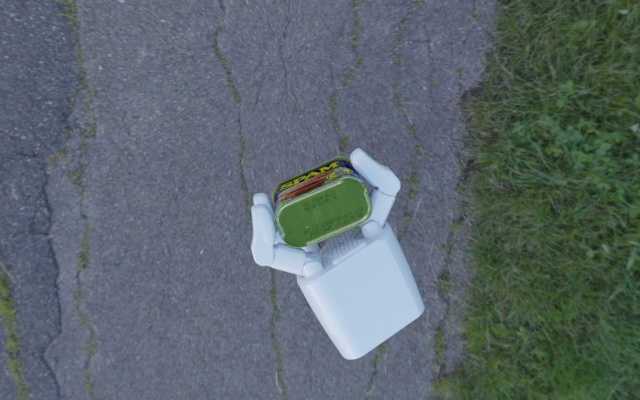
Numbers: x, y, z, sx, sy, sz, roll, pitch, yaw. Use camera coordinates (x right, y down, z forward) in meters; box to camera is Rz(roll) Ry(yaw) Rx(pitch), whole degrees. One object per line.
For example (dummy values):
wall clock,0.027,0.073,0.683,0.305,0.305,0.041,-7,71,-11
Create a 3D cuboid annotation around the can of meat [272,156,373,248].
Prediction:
can of meat,0.000,0.002,0.502,0.102,0.057,0.084,-24,17,3
